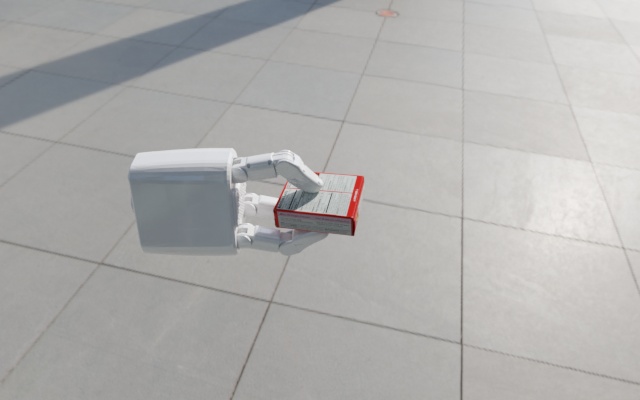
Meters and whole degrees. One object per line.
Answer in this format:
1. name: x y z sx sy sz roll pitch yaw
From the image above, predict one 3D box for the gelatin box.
1. gelatin box: 0.000 0.001 0.529 0.089 0.030 0.073 5 40 12
